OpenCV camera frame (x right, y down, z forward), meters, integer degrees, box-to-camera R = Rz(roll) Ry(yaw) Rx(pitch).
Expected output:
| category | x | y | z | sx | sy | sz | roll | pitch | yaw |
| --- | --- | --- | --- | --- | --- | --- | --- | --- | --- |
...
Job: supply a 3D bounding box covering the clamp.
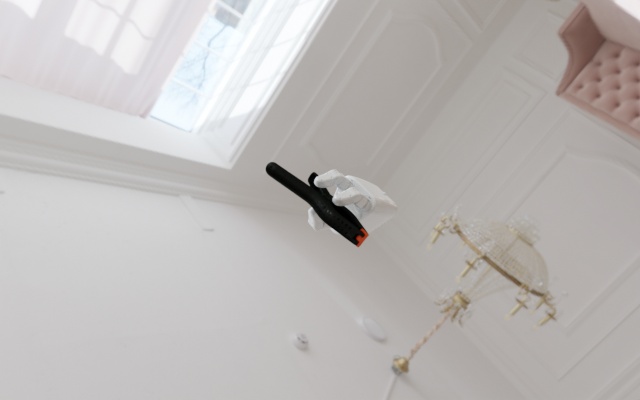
| category | x | y | z | sx | sy | sz | roll | pitch | yaw |
| --- | --- | --- | --- | --- | --- | --- | --- | --- | --- |
| clamp | 0.000 | 0.004 | 0.859 | 0.210 | 0.036 | 0.164 | 47 | 19 | 31 |
